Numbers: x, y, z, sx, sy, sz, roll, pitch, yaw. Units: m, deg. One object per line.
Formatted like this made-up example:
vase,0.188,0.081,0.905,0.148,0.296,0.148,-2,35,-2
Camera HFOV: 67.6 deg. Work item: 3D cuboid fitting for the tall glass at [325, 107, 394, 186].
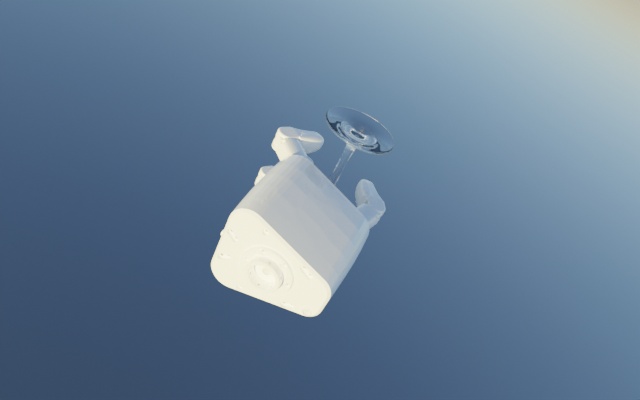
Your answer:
tall glass,0.000,0.001,0.524,0.079,0.201,0.079,18,37,-14
